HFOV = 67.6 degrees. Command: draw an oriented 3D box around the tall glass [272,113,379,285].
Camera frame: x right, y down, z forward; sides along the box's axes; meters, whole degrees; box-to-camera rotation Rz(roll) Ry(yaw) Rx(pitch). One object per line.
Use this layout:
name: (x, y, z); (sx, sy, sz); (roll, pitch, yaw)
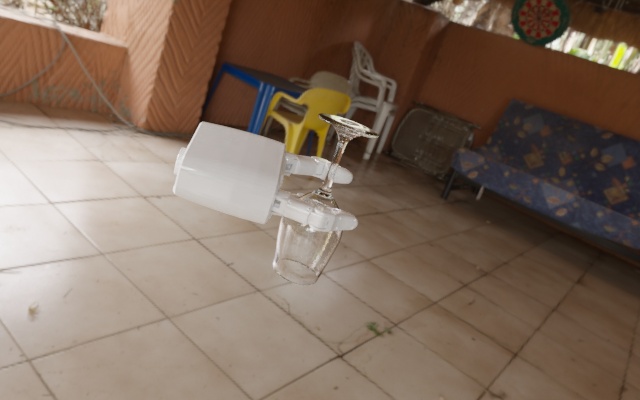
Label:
tall glass: (0.000, 0.001, 0.579); (0.079, 0.201, 0.079); (18, 18, -6)
